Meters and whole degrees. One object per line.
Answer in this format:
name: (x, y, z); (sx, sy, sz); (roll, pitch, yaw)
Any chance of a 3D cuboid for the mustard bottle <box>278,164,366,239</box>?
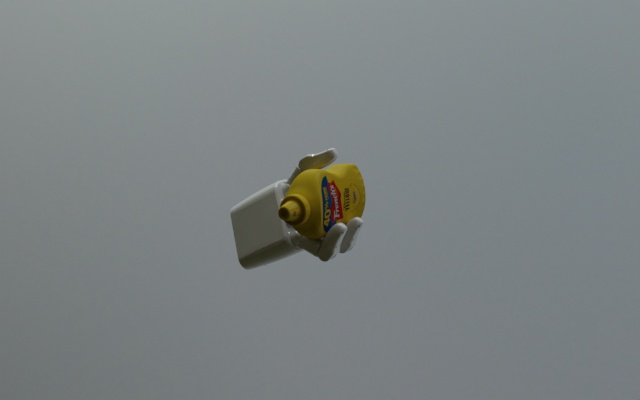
mustard bottle: (0.001, 0.002, 0.677); (0.058, 0.096, 0.191); (4, 10, 30)
